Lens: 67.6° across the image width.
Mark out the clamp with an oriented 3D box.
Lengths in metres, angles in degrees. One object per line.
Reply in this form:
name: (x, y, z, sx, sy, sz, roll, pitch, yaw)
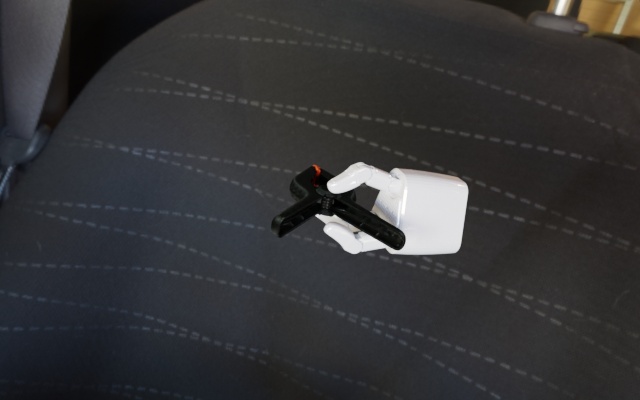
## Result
clamp: (0.000, 0.001, 0.634, 0.164, 0.036, 0.210, 6, 24, -21)
